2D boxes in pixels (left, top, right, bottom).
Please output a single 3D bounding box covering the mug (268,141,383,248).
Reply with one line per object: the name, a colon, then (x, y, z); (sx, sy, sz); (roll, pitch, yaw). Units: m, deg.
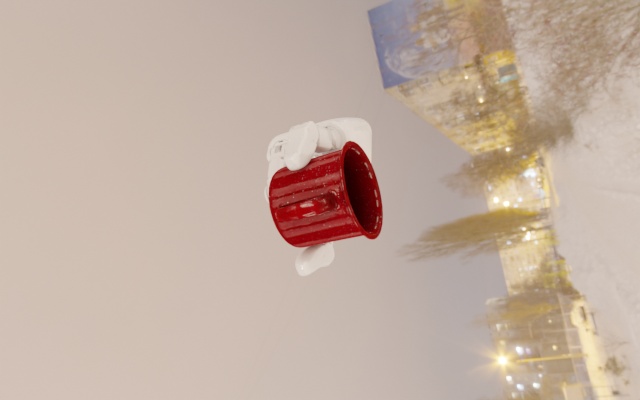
mug: (-0.001, 0.002, 0.443); (0.081, 0.093, 0.117); (-14, 7, 25)
